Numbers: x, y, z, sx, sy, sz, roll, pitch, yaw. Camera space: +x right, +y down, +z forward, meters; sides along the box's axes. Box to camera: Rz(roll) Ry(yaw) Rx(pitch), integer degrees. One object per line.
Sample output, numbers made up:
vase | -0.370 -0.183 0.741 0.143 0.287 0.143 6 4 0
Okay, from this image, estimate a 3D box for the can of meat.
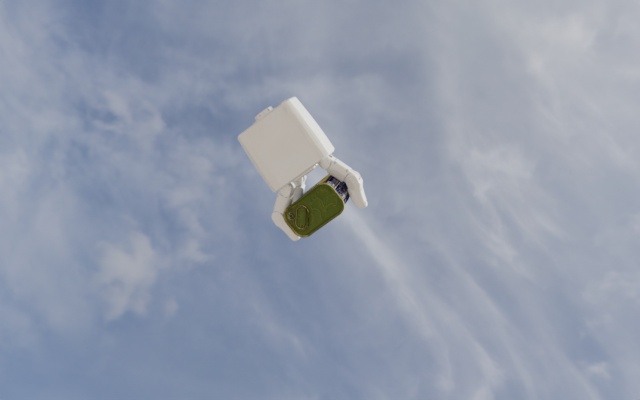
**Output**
can of meat | 0.000 0.002 0.768 0.102 0.057 0.084 -37 6 26
